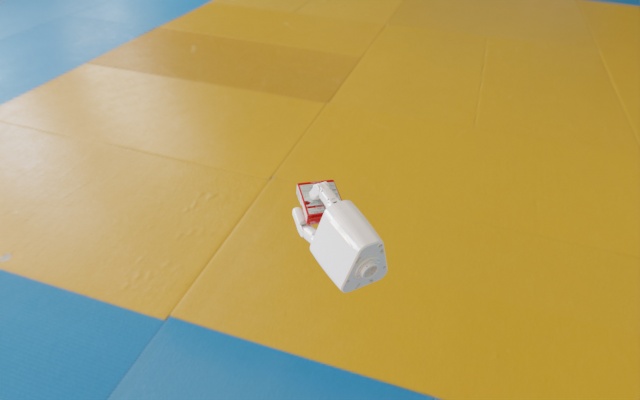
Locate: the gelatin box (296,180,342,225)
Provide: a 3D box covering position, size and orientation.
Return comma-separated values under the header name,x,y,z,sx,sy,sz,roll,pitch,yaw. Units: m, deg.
name,x,y,z,sx,sy,sz,roll,pitch,yaw
gelatin box,0.000,0.002,0.892,0.073,0.030,0.089,-7,47,-14
